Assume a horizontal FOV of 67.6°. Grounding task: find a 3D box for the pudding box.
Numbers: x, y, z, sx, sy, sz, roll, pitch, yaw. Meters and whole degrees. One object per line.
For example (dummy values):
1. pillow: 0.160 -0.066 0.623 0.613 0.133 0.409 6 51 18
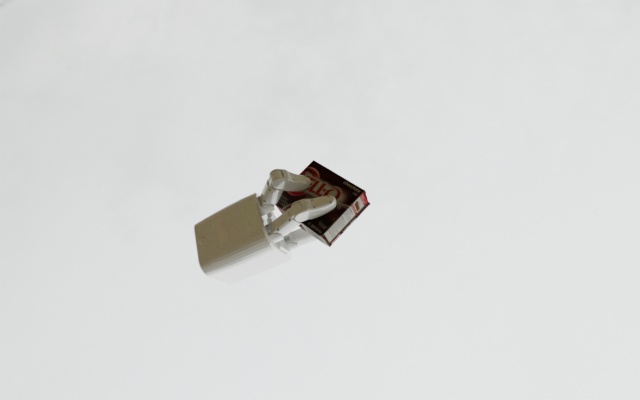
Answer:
1. pudding box: 0.000 0.002 0.681 0.113 0.090 0.039 34 -16 36
